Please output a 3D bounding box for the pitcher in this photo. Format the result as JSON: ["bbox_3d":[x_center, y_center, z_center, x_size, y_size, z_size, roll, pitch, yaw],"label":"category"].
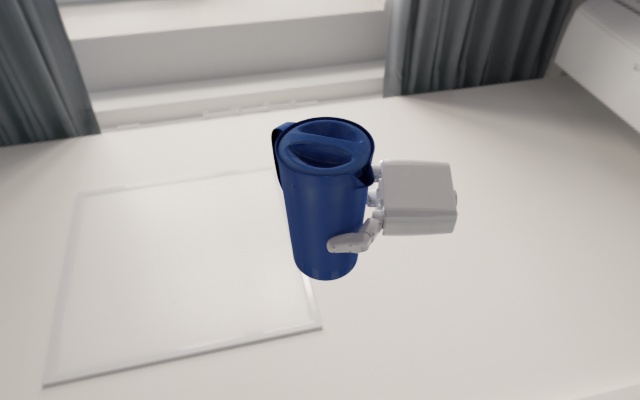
[{"bbox_3d":[0.000,0.002,0.718,0.145,0.243,0.149,-1,44,0],"label":"pitcher"}]
